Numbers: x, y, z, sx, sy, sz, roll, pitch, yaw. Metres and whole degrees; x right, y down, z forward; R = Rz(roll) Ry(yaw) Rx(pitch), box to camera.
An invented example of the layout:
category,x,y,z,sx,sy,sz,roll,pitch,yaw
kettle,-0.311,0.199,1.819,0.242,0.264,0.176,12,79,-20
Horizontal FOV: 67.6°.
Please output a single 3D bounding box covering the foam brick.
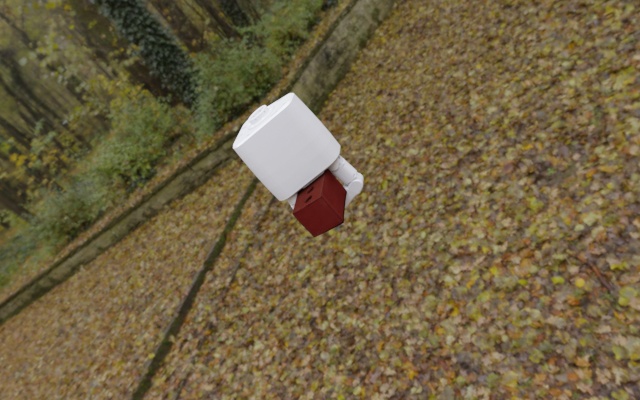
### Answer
category,x,y,z,sx,sy,sz,roll,pitch,yaw
foam brick,0.000,0.002,0.671,0.053,0.051,0.078,-30,27,24
